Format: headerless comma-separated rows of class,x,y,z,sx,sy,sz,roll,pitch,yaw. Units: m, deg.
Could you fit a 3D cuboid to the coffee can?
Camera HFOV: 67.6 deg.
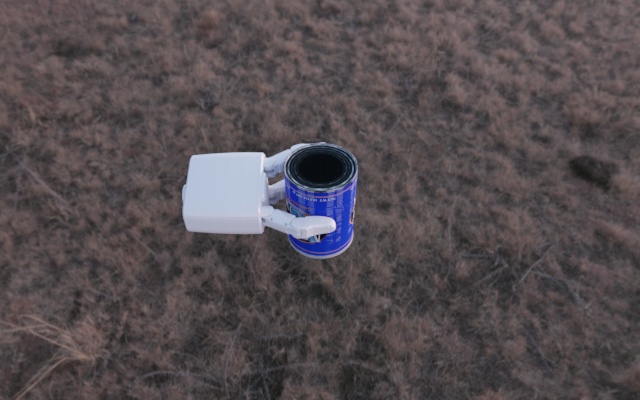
coffee can,0.000,0.002,0.700,0.103,0.140,0.102,0,45,0
